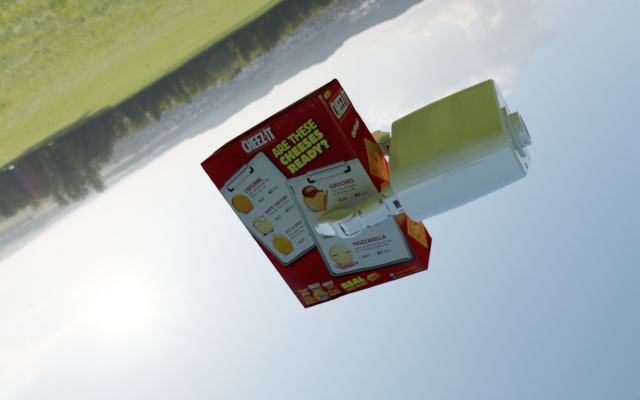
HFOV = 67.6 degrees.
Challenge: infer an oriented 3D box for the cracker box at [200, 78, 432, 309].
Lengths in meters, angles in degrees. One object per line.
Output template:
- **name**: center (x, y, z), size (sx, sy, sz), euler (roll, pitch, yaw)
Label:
- **cracker box**: center (0.000, 0.002, 0.525), size (0.164, 0.214, 0.072), euler (-24, 19, 28)
